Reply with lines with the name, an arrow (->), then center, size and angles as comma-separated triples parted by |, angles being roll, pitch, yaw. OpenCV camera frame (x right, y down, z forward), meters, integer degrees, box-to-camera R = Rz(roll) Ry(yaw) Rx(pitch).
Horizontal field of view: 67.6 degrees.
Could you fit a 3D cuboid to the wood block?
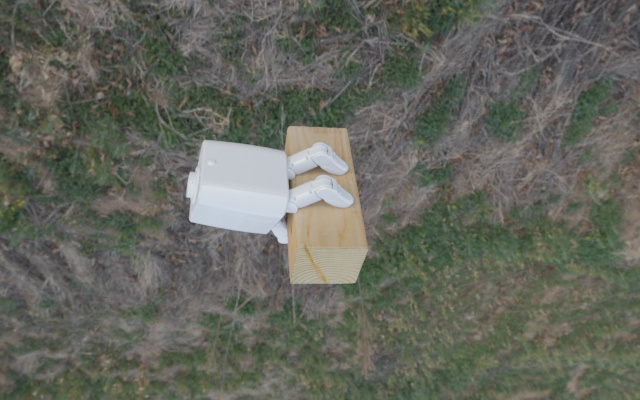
wood block -> 0.000, 0.002, 0.660 | 0.090, 0.206, 0.091 | 1, -37, -9
